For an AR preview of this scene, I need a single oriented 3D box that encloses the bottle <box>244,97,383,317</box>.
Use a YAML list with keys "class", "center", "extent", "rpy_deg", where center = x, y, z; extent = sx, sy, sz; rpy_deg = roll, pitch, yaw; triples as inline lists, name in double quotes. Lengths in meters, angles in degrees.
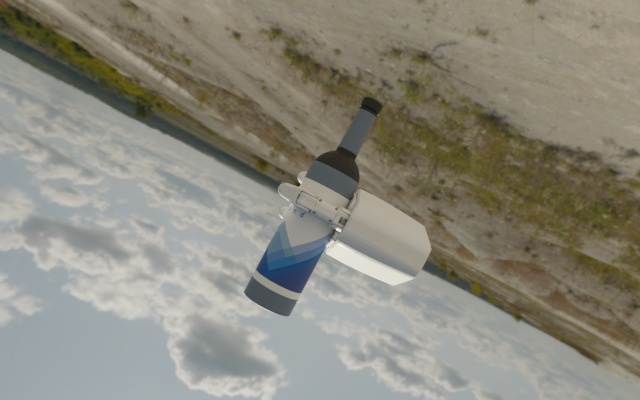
- class: "bottle"
  center: [0.000, 0.002, 0.615]
  extent: [0.069, 0.295, 0.069]
  rpy_deg: [28, -1, 1]
